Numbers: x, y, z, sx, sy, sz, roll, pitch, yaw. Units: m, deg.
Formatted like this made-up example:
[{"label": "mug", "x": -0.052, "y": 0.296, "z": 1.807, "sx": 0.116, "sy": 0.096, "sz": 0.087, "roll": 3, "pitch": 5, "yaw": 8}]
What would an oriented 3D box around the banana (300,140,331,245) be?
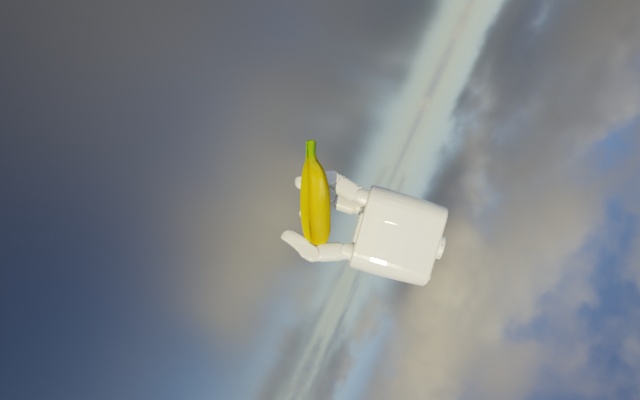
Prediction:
[{"label": "banana", "x": -0.003, "y": 0.014, "z": 0.620, "sx": 0.037, "sy": 0.069, "sz": 0.198, "roll": 8, "pitch": -38, "yaw": 7}]
